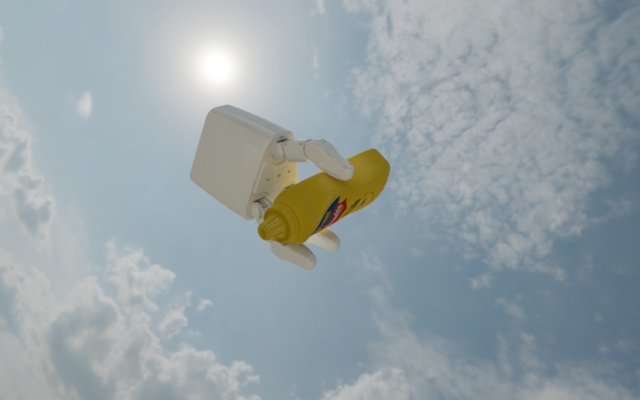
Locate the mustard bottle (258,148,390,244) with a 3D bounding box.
[{"bbox_3d":[0.000,0.002,0.551,0.191,0.058,0.096,-27,-18,-46],"label":"mustard bottle"}]
